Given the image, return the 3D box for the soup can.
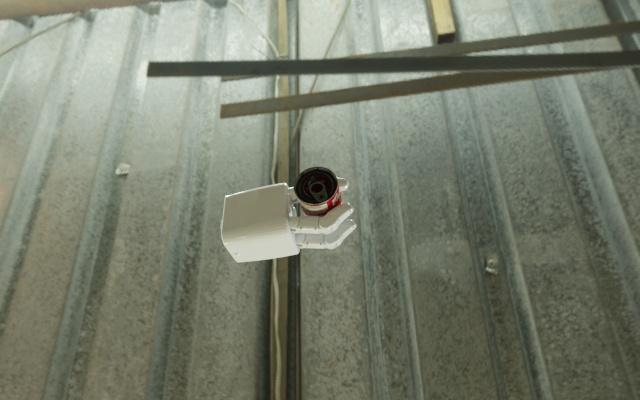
[{"bbox_3d":[0.001,0.002,0.761,0.068,0.068,0.102,0,-31,10],"label":"soup can"}]
